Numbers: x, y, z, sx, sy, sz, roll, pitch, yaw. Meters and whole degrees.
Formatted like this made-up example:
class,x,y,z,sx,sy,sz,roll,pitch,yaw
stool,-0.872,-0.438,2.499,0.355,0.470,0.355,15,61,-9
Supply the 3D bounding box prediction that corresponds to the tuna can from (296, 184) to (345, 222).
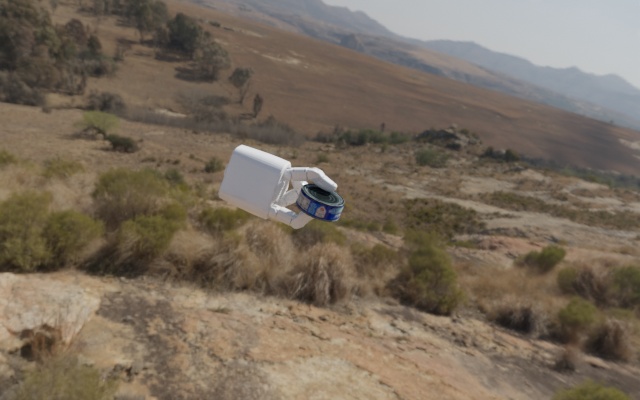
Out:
class,x,y,z,sx,sy,sz,roll,pitch,yaw
tuna can,0.000,0.002,0.874,0.086,0.034,0.086,19,22,-8
